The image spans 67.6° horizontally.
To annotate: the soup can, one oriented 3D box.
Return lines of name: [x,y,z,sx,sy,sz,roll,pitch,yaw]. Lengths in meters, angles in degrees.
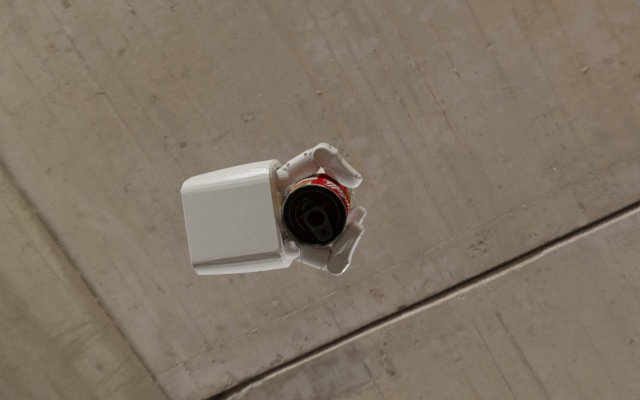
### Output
soup can: [0.001,0.001,0.527,0.068,0.068,0.102,0,17,9]
